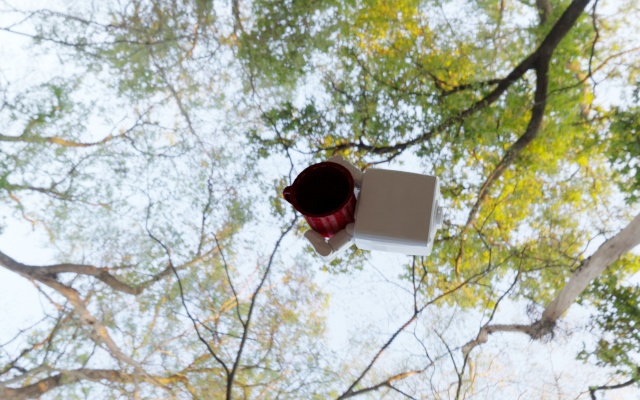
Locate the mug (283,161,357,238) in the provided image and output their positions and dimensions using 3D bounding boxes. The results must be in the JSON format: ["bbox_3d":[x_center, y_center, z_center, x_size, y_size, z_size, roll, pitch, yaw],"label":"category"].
[{"bbox_3d":[-0.001,0.002,0.704,0.117,0.093,0.081,6,-28,20],"label":"mug"}]
